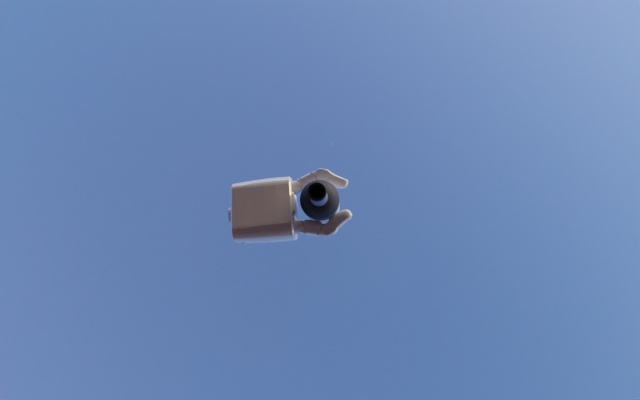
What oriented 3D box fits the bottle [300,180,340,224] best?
[{"bbox_3d":[0.000,0.003,0.827,0.069,0.069,0.296,0,-6,2],"label":"bottle"}]
